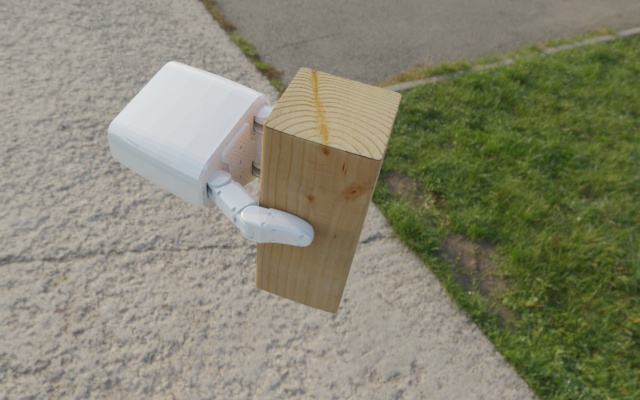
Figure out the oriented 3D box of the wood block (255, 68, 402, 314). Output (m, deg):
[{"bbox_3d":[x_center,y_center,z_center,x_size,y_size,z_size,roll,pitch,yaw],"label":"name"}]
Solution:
[{"bbox_3d":[0.000,0.001,0.435,0.090,0.206,0.090,17,46,7],"label":"wood block"}]
